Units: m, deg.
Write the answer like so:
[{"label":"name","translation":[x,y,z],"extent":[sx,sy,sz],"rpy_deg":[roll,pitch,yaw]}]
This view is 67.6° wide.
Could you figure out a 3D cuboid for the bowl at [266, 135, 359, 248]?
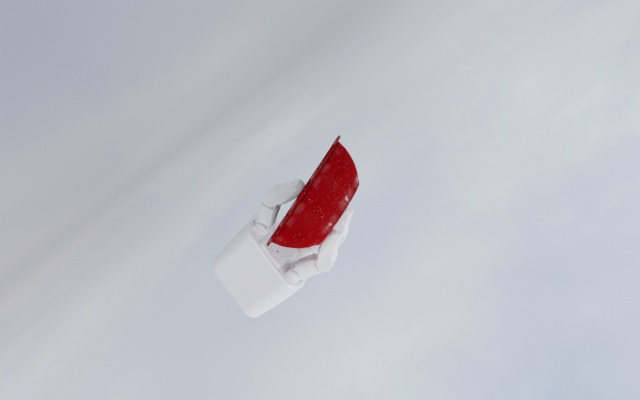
[{"label":"bowl","translation":[0.001,0.001,0.583],"extent":[0.055,0.162,0.162],"rpy_deg":[33,-1,-2]}]
